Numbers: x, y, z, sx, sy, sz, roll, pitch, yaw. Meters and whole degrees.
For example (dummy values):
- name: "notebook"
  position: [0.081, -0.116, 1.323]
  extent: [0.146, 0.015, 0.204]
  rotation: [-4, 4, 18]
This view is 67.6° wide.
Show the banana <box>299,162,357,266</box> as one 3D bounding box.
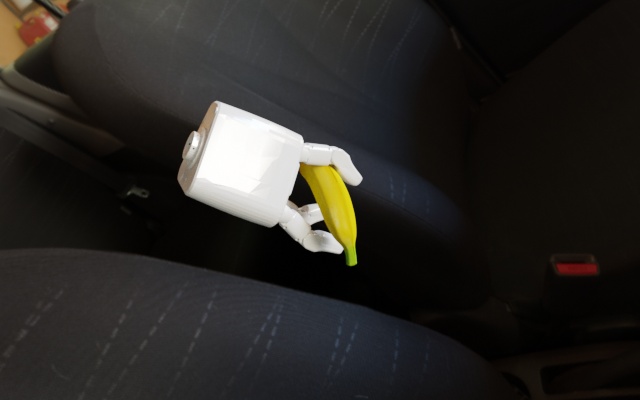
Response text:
- name: "banana"
  position: [0.004, -0.011, 0.590]
  extent: [0.037, 0.070, 0.197]
  rotation: [-2, 39, -18]
